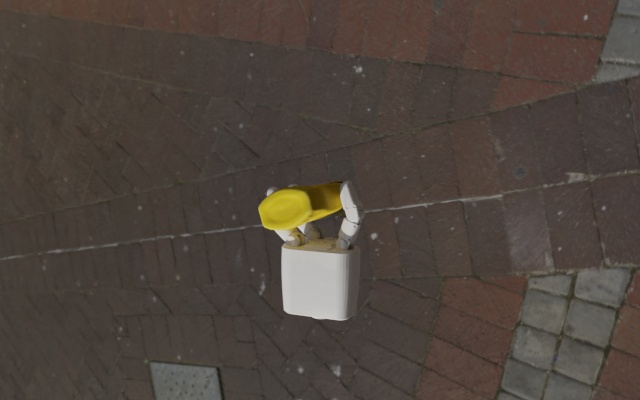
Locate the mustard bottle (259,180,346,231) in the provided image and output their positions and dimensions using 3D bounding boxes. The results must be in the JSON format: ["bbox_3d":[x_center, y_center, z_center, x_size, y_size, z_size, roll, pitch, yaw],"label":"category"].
[{"bbox_3d":[0.000,0.002,0.738,0.096,0.058,0.191,-21,-6,34],"label":"mustard bottle"}]
